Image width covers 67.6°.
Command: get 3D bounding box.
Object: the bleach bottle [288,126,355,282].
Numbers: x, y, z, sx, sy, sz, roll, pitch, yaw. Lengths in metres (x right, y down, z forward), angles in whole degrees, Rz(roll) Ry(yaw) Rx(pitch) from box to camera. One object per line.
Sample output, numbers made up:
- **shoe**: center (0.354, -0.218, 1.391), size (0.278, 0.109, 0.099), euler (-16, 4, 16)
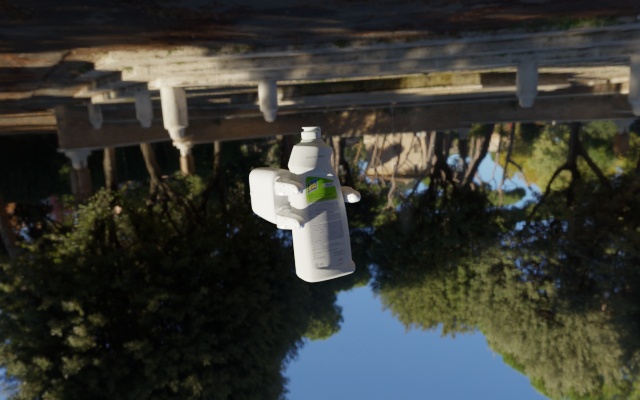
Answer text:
- **bleach bottle**: center (0.000, 0.003, 0.799), size (0.102, 0.251, 0.068), euler (-10, 12, -29)
